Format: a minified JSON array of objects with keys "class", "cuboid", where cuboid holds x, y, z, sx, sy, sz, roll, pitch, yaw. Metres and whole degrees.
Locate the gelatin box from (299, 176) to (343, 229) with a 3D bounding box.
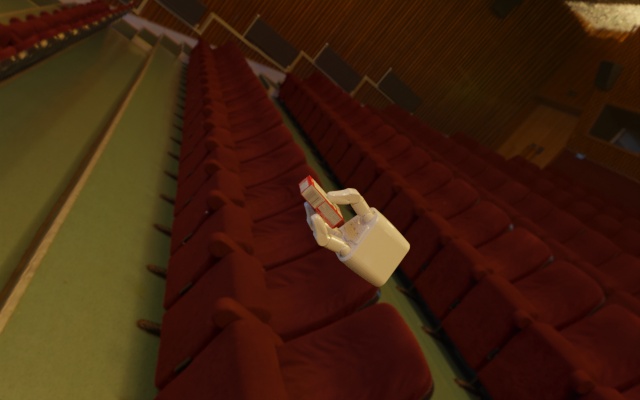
[{"class":"gelatin box","cuboid":[0.000,0.002,0.857,0.030,0.089,0.073,-40,15,6]}]
